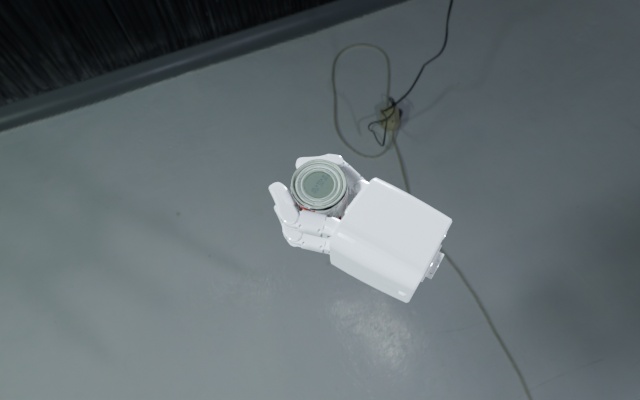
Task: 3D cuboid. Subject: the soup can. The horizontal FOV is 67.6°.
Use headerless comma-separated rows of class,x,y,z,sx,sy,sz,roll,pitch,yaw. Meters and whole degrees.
soup can,0.000,0.002,0.594,0.068,0.068,0.102,0,-25,2
